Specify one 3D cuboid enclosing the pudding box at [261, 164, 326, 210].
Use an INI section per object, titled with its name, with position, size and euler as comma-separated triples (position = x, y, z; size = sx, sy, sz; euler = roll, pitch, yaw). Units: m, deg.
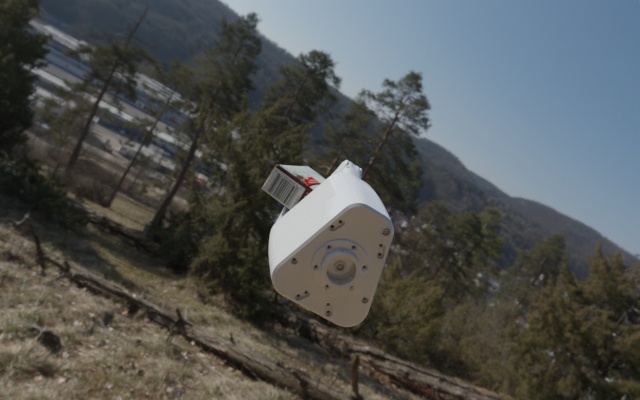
[pudding box]
position = 0.000, 0.002, 0.559
size = 0.113, 0.039, 0.090
euler = 37, 14, 15
